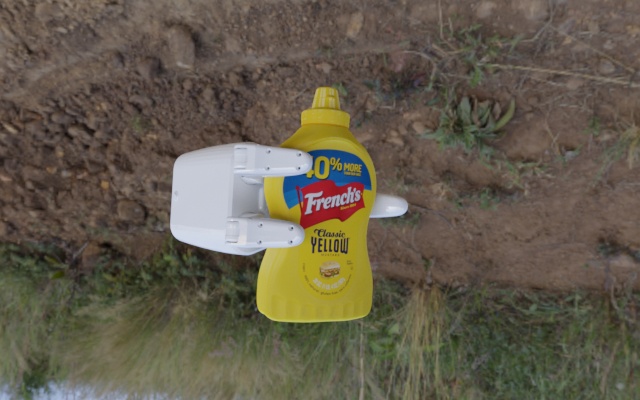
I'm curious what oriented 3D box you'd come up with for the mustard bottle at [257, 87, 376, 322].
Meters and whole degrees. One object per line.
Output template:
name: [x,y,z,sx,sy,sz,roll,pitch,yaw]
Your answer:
mustard bottle: [0.000,0.002,0.402,0.096,0.191,0.058,4,-2,-22]
